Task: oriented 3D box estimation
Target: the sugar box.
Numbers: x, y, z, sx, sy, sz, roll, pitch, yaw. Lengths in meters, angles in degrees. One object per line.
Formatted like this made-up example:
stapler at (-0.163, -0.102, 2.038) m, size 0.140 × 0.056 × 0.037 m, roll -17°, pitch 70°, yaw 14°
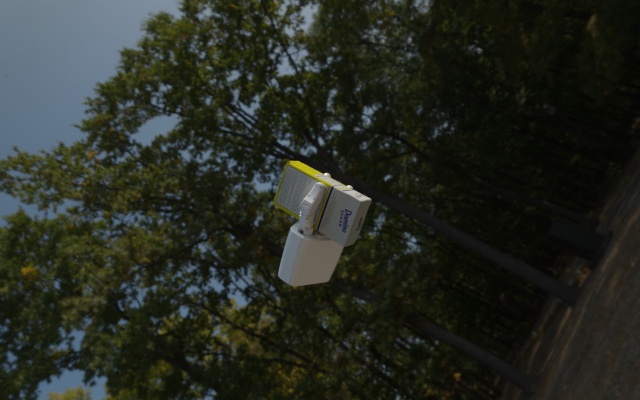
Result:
sugar box at (0.000, 0.003, 0.877) m, size 0.176 × 0.093 × 0.048 m, roll 29°, pitch 20°, yaw 26°
